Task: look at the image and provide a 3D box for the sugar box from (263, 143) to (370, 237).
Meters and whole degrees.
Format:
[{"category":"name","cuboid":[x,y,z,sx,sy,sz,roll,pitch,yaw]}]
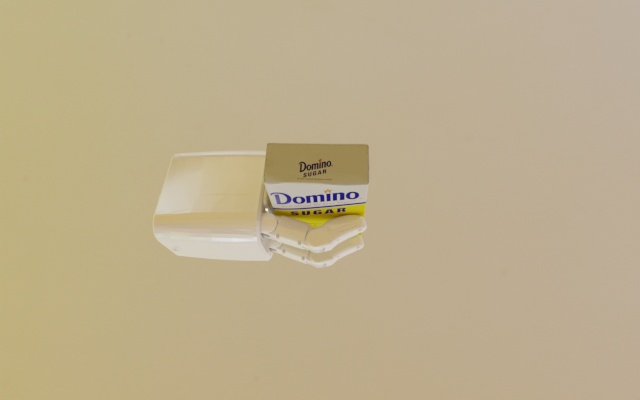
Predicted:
[{"category":"sugar box","cuboid":[0.000,0.002,0.490,0.093,0.048,0.176,1,-20,4]}]
